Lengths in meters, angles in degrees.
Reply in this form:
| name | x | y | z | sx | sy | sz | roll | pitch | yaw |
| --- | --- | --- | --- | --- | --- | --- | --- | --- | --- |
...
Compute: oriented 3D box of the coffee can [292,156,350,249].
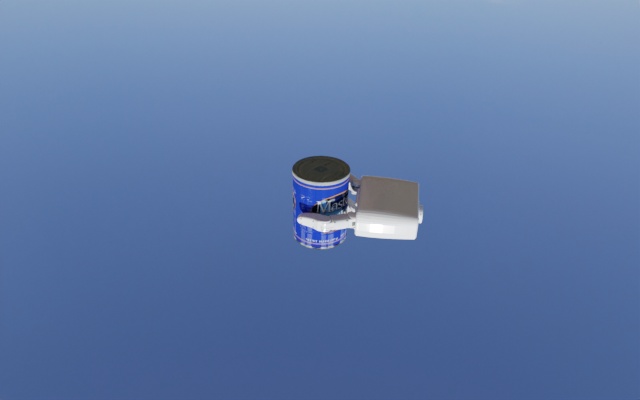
| name | x | y | z | sx | sy | sz | roll | pitch | yaw |
| --- | --- | --- | --- | --- | --- | --- | --- | --- | --- |
| coffee can | 0.000 | 0.003 | 0.875 | 0.103 | 0.140 | 0.102 | 1 | 31 | -1 |
